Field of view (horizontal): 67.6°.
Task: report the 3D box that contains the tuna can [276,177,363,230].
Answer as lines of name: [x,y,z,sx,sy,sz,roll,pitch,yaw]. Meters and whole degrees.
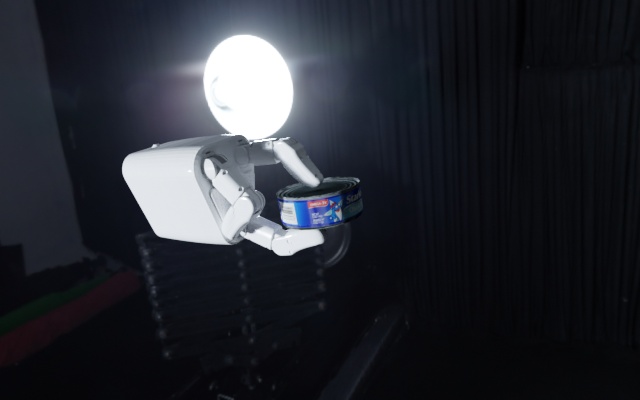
tuna can: [0.000,0.002,0.487,0.086,0.034,0.086,-9,13,2]
